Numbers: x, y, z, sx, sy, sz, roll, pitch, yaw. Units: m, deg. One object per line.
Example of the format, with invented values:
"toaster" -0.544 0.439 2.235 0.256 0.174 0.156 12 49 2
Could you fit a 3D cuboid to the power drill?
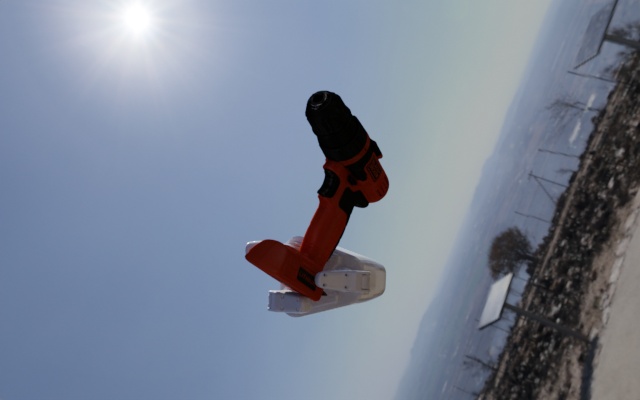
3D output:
"power drill" 0.000 0.002 0.510 0.057 0.187 0.184 22 -16 36
